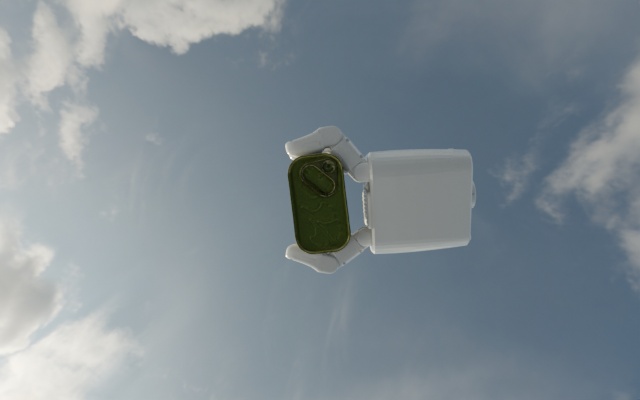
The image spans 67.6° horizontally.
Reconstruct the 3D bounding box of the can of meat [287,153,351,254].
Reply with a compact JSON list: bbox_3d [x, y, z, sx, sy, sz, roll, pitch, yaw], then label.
[{"bbox_3d":[0.000,0.002,0.525,0.057,0.102,0.084,-7,2,2],"label":"can of meat"}]
